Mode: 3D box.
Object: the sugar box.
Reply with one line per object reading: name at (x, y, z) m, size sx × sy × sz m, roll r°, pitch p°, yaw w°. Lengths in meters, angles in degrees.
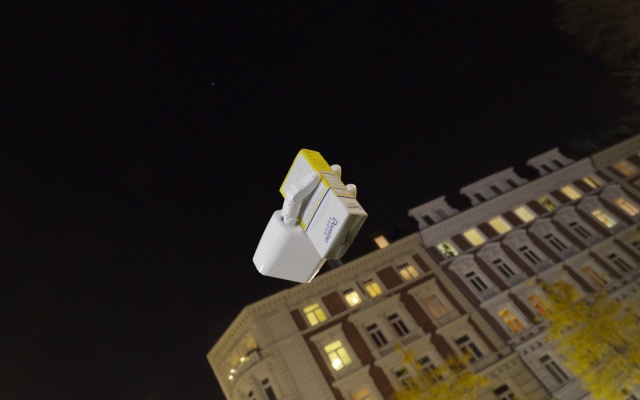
sugar box at (0.000, 0.003, 0.775) m, size 0.048 × 0.093 × 0.176 m, roll 5°, pitch 35°, yaw -39°
